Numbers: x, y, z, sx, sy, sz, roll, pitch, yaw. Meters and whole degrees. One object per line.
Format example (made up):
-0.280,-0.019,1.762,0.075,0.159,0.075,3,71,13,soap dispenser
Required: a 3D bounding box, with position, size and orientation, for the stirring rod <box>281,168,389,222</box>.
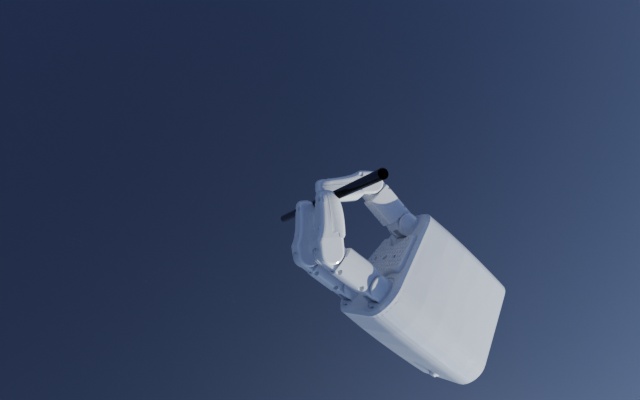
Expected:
0.000,0.001,0.422,0.011,0.011,0.239,0,-9,-20,stirring rod
